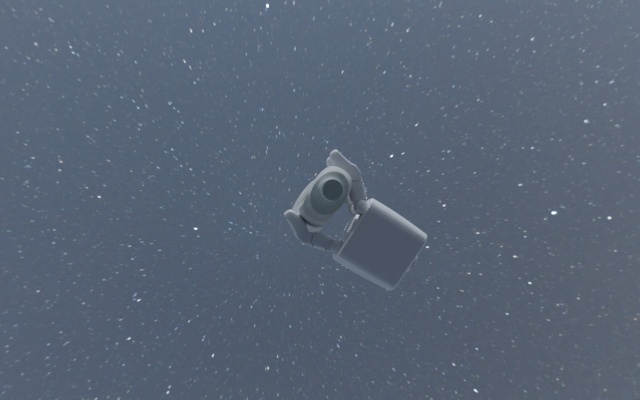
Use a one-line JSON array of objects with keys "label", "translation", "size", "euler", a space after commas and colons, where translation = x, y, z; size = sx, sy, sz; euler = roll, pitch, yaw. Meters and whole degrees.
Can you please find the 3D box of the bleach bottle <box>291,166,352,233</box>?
[{"label": "bleach bottle", "translation": [0.000, 0.002, 0.755], "size": [0.068, 0.102, 0.251], "euler": [32, -7, -2]}]
